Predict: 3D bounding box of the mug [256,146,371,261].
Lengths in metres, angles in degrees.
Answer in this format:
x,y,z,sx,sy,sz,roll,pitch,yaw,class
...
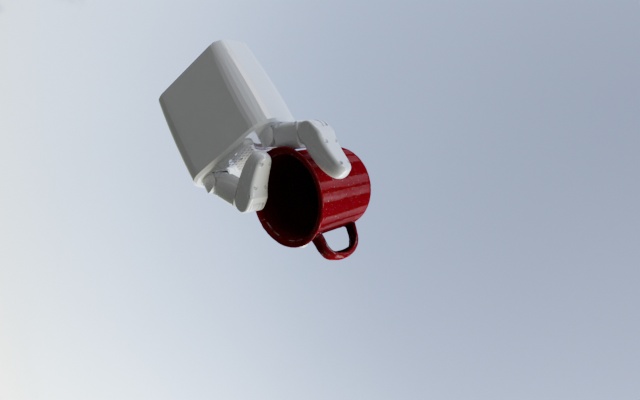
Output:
x,y,z,sx,sy,sz,roll,pitch,yaw,class
0.001,0.003,0.458,0.081,0.117,0.093,-14,-19,-46,mug
